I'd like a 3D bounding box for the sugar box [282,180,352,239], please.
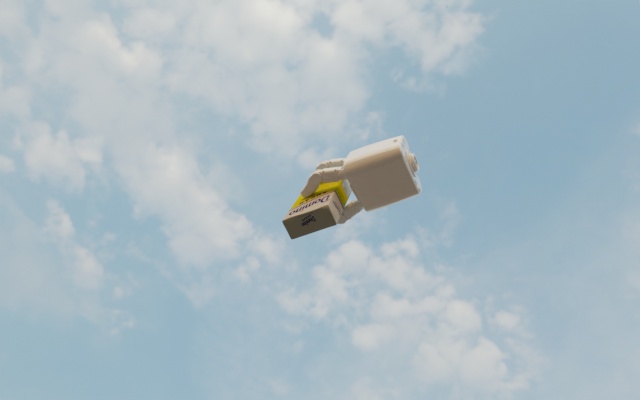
[{"bbox_3d":[0.000,0.002,0.884,0.093,0.048,0.176,-20,15,21],"label":"sugar box"}]
